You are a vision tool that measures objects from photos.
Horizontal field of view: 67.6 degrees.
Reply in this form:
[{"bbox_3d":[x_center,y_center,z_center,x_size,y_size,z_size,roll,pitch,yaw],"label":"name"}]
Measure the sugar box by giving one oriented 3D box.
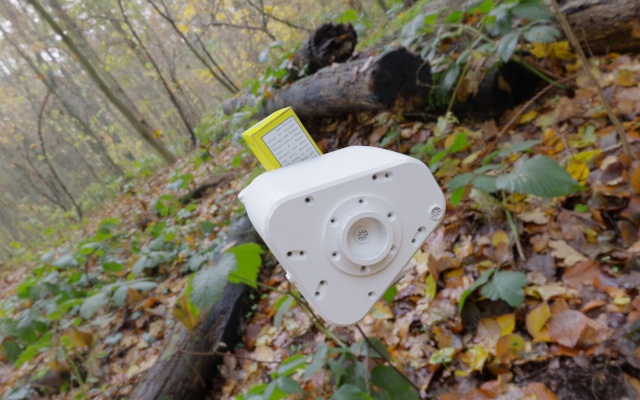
[{"bbox_3d":[0.000,0.002,0.431,0.048,0.176,0.093,-35,14,-6],"label":"sugar box"}]
